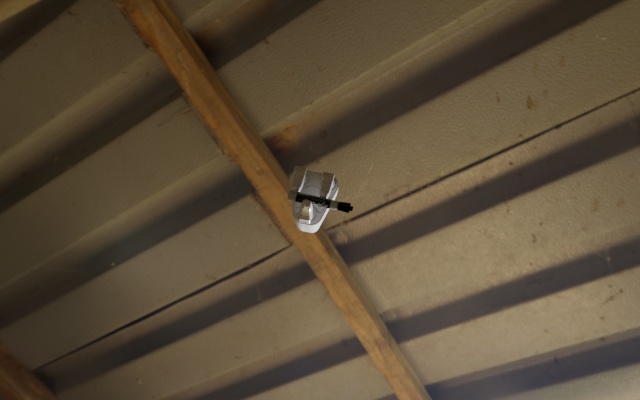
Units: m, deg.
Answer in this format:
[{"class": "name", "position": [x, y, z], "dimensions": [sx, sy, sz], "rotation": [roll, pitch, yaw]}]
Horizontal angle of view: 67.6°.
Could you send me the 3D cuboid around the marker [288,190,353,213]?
[{"class": "marker", "position": [0.000, 0.003, 0.876], "dimensions": [0.121, 0.020, 0.020], "rotation": [12, 0, 2]}]
